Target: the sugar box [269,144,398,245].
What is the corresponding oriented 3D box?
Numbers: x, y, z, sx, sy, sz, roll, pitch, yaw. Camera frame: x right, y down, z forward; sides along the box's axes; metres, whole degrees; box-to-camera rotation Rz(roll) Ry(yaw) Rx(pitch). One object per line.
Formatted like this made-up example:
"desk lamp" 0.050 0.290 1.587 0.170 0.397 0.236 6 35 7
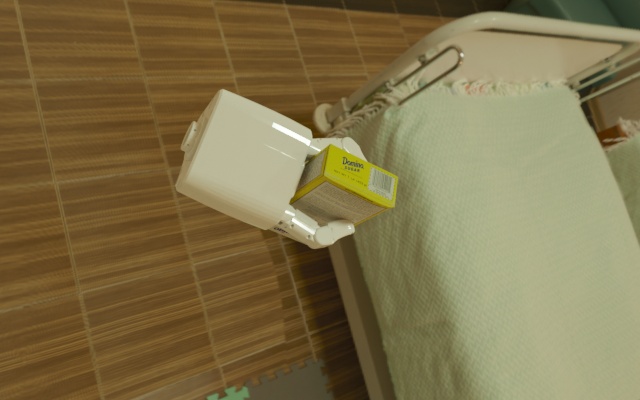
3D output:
"sugar box" 0.000 0.001 0.566 0.093 0.048 0.176 24 -27 -23
